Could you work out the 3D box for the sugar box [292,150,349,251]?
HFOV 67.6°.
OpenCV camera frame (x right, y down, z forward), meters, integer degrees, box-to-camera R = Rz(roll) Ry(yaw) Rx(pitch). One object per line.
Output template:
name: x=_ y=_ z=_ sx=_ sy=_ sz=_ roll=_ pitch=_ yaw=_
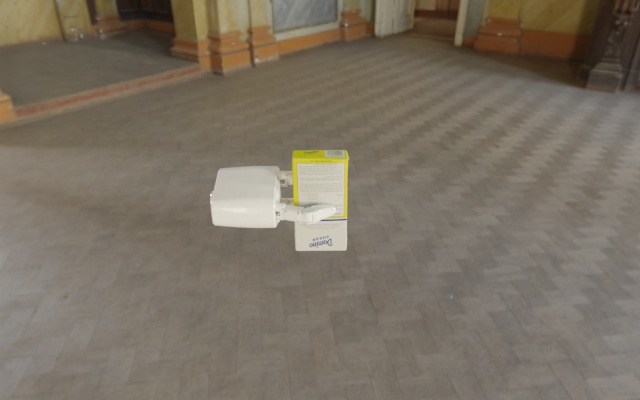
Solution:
sugar box: x=0.000 y=0.002 z=0.823 sx=0.093 sy=0.176 sz=0.048 roll=0 pitch=29 yaw=0
